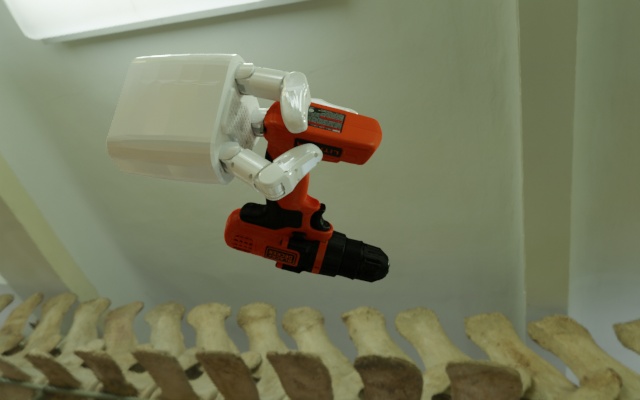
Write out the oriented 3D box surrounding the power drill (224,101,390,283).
[{"bbox_3d":[0.000,0.001,0.478,0.184,0.188,0.057,14,38,-2],"label":"power drill"}]
